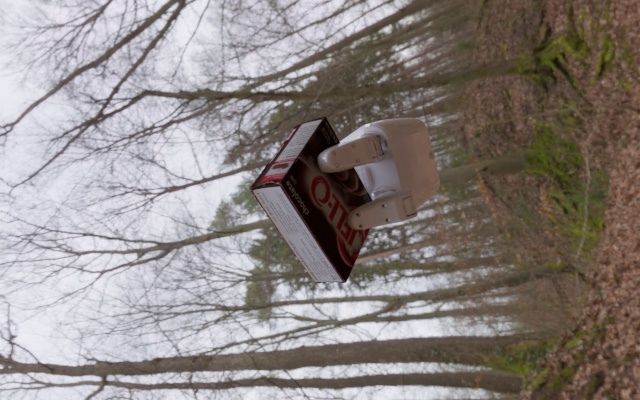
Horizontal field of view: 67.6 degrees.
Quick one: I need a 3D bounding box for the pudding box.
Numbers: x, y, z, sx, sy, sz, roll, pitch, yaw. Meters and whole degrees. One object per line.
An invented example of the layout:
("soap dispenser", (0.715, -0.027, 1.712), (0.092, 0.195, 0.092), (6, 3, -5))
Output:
("pudding box", (0.000, 0.001, 0.407), (0.039, 0.113, 0.090), (-11, 35, 36))
